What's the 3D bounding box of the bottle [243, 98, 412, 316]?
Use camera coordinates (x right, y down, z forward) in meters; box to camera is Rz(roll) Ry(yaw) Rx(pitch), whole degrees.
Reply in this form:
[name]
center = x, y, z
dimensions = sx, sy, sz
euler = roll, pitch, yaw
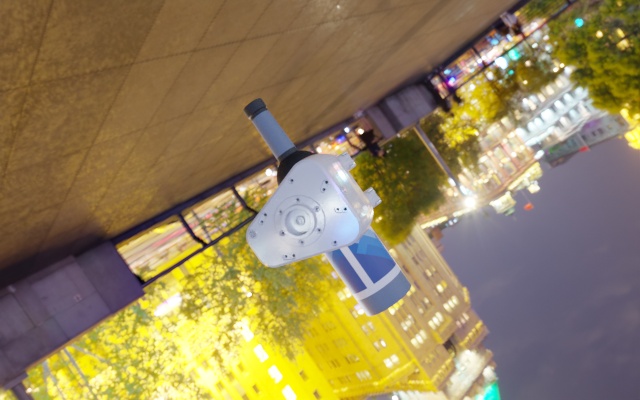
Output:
[bottle]
center = 0.000, 0.002, 0.588
dimensions = 0.069, 0.295, 0.069
euler = -35, 0, 0
